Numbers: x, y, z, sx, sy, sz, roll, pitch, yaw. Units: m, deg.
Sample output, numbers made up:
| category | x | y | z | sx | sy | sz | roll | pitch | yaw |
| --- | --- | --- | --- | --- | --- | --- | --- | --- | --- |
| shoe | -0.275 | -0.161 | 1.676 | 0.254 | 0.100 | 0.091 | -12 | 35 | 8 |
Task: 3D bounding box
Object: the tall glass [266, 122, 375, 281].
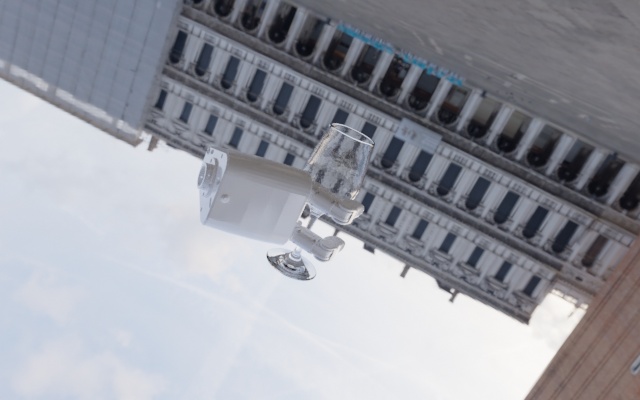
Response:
| category | x | y | z | sx | sy | sz | roll | pitch | yaw |
| --- | --- | --- | --- | --- | --- | --- | --- | --- | --- |
| tall glass | 0.000 | 0.003 | 0.622 | 0.079 | 0.201 | 0.079 | 23 | 18 | -8 |
